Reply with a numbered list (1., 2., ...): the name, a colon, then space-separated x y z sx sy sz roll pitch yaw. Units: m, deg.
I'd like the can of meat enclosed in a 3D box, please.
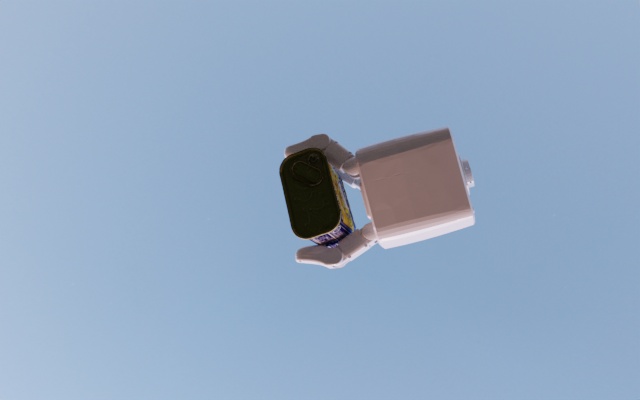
1. can of meat: 0.000 0.002 0.557 0.057 0.102 0.084 -19 -21 13
